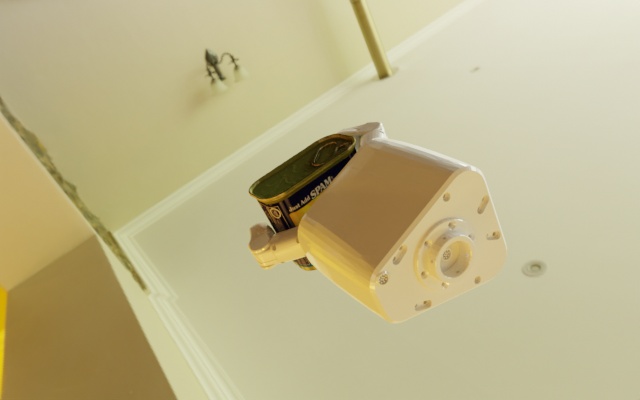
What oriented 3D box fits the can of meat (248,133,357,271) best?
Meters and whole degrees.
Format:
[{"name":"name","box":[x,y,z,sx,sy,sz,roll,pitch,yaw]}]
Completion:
[{"name":"can of meat","box":[0.000,0.002,0.436,0.102,0.084,0.057,-36,27,-17]}]
